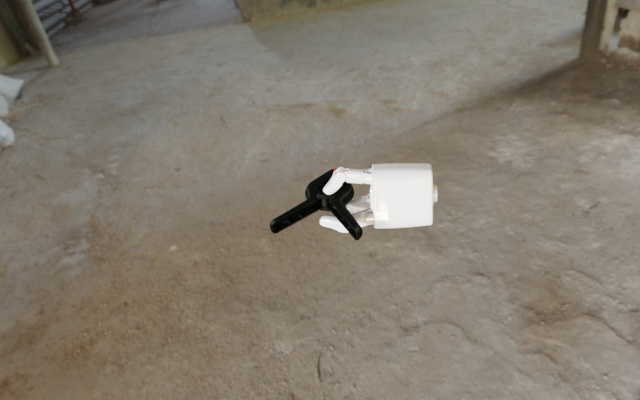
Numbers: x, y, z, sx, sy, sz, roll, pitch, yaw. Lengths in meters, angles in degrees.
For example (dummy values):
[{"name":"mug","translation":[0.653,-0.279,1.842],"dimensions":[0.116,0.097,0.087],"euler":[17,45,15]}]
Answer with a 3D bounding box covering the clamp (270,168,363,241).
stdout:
[{"name":"clamp","translation":[0.000,0.002,0.898],"dimensions":[0.164,0.036,0.209],"euler":[1,34,7]}]
